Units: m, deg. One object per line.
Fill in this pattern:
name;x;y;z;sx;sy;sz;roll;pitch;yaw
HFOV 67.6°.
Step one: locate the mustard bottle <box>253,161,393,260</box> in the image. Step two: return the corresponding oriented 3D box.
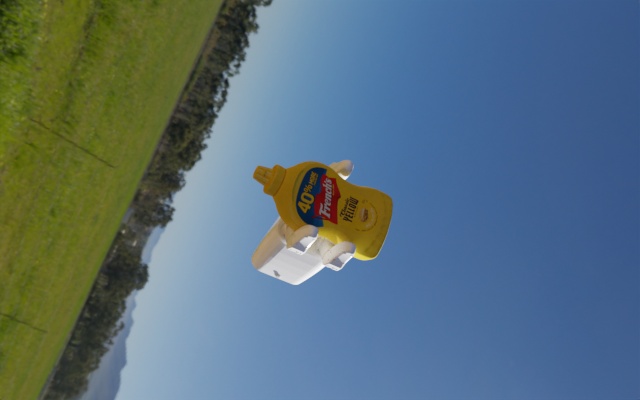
mustard bottle;0.000;0.002;0.632;0.192;0.096;0.058;25;-18;-17
